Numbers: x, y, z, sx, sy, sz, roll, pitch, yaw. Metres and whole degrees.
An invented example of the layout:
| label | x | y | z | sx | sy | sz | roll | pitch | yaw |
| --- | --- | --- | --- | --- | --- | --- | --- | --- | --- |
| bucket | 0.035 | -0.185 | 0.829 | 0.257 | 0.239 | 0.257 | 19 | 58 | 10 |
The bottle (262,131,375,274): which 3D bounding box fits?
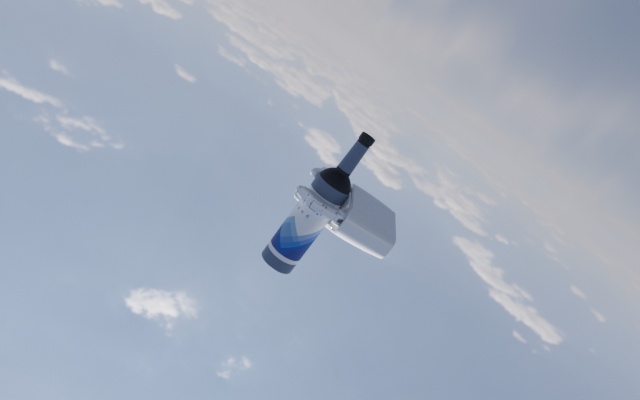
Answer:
| label | x | y | z | sx | sy | sz | roll | pitch | yaw |
| --- | --- | --- | --- | --- | --- | --- | --- | --- | --- |
| bottle | 0.000 | 0.003 | 0.861 | 0.069 | 0.296 | 0.069 | 33 | 17 | -11 |
